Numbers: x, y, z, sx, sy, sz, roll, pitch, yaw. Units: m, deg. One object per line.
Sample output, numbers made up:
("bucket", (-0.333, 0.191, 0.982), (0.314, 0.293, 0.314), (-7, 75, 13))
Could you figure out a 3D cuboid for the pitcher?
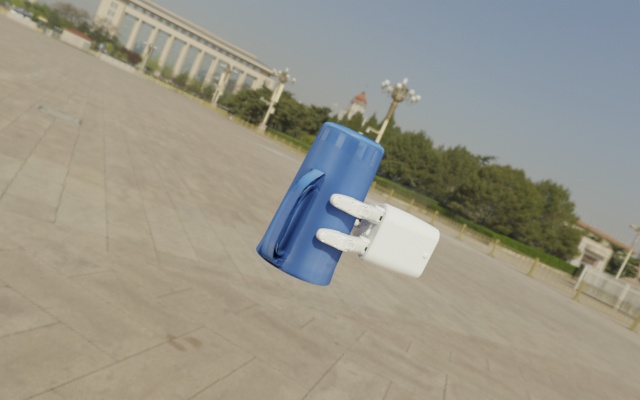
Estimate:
("pitcher", (0.000, 0.003, 0.757), (0.145, 0.243, 0.149), (23, 6, -18))
